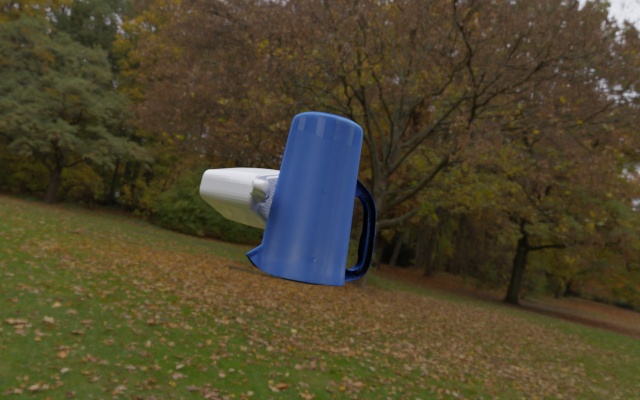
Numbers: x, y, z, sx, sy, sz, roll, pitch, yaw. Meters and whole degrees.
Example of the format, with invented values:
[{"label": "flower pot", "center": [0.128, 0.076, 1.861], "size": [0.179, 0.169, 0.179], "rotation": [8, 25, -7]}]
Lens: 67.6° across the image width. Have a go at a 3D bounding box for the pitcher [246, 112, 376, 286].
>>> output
[{"label": "pitcher", "center": [0.000, 0.002, 0.708], "size": [0.145, 0.243, 0.149], "rotation": [9, -5, 28]}]
